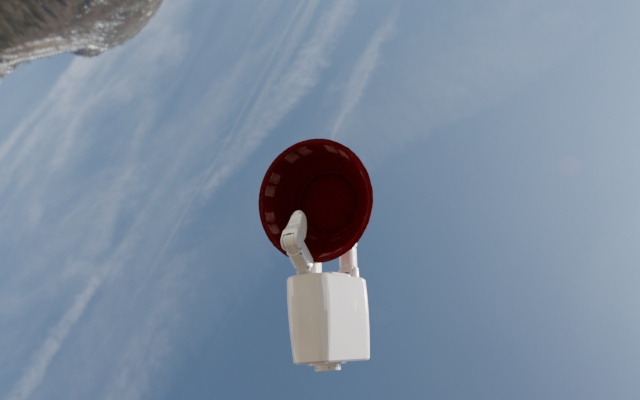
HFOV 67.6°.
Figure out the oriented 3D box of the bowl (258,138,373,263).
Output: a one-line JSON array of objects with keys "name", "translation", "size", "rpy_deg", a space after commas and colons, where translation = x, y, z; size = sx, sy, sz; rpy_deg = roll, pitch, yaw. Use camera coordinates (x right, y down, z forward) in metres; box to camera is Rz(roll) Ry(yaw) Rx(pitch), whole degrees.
[{"name": "bowl", "translation": [0.000, 0.001, 0.635], "size": [0.162, 0.162, 0.055], "rpy_deg": [0, -5, 24]}]
